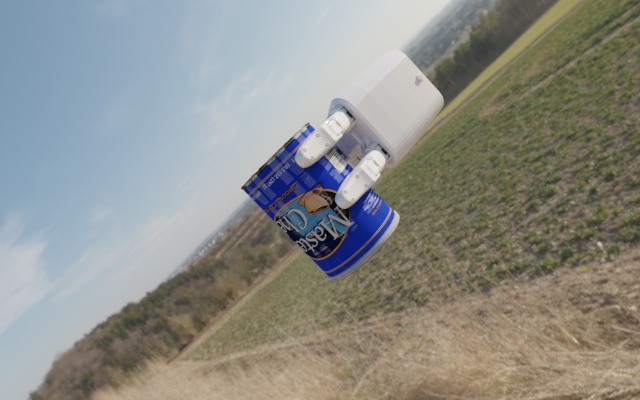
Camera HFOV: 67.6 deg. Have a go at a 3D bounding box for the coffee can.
[{"bbox_3d":[0.000,0.002,0.514,0.103,0.140,0.103,-44,6,6],"label":"coffee can"}]
